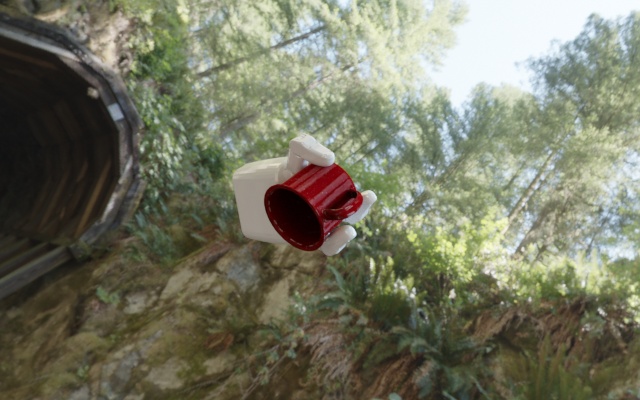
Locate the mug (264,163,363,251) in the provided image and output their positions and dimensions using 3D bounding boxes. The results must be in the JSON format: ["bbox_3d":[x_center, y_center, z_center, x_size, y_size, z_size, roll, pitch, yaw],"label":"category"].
[{"bbox_3d":[0.001,0.002,0.579,0.117,0.093,0.081,0,30,44],"label":"mug"}]
